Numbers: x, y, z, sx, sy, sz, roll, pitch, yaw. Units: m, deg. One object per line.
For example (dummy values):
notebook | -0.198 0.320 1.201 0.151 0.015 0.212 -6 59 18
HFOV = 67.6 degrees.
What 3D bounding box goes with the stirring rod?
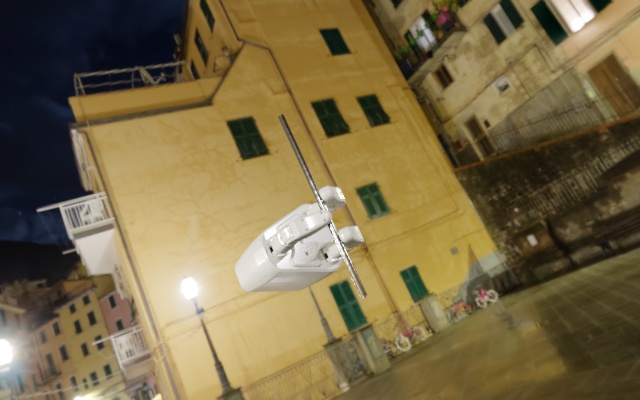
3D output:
stirring rod | 0.000 0.002 0.557 0.011 0.239 0.011 -23 -15 -6
